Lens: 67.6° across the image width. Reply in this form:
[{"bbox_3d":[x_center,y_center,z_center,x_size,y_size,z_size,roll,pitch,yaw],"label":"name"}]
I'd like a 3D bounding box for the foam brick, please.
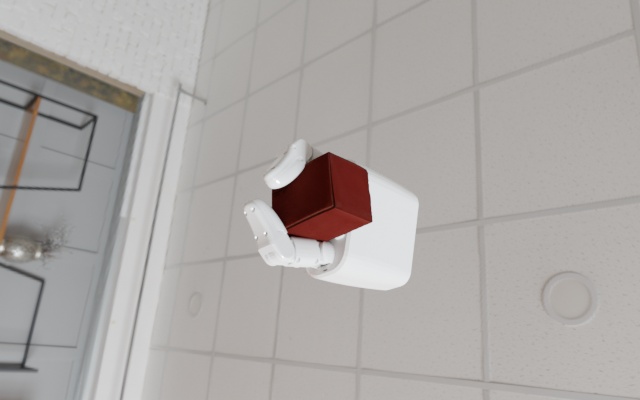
[{"bbox_3d":[0.000,0.001,0.422,0.051,0.053,0.078,20,-34,-40],"label":"foam brick"}]
